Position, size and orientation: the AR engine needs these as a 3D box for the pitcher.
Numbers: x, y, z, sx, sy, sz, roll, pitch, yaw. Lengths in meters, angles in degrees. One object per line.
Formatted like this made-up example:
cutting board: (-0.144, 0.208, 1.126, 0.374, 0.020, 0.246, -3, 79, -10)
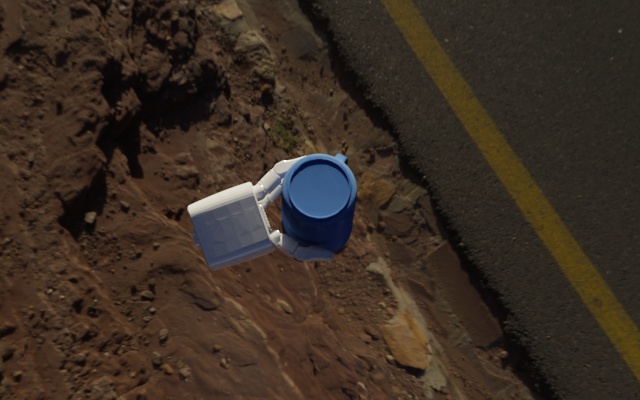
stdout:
pitcher: (0.000, 0.003, 0.783, 0.145, 0.149, 0.243, -18, -13, -6)
